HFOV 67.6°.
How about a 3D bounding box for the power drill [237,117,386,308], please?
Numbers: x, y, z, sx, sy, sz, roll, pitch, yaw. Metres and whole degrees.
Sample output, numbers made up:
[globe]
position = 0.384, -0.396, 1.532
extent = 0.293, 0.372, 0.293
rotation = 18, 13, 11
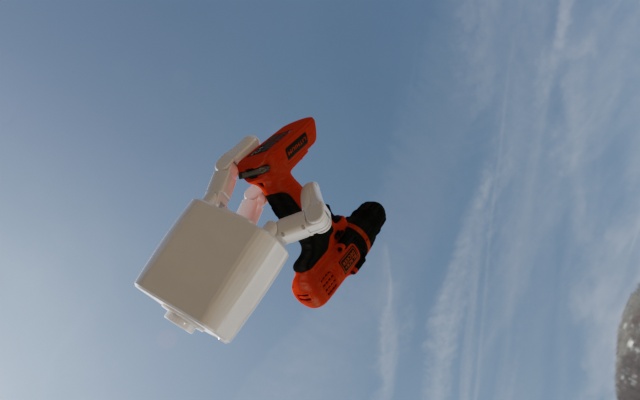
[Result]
[power drill]
position = 0.000, 0.002, 0.560
extent = 0.057, 0.188, 0.184
rotation = -14, 23, 41
